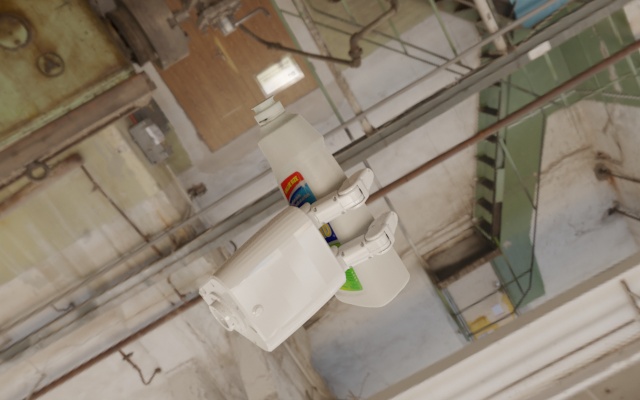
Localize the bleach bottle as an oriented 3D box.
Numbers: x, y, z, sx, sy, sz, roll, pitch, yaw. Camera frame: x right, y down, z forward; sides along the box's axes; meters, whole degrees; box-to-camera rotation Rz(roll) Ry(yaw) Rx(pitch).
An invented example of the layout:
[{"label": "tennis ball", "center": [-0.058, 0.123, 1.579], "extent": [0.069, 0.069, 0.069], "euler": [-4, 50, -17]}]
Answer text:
[{"label": "bleach bottle", "center": [0.000, 0.002, 0.530], "extent": [0.068, 0.251, 0.102], "euler": [-40, 18, -27]}]
